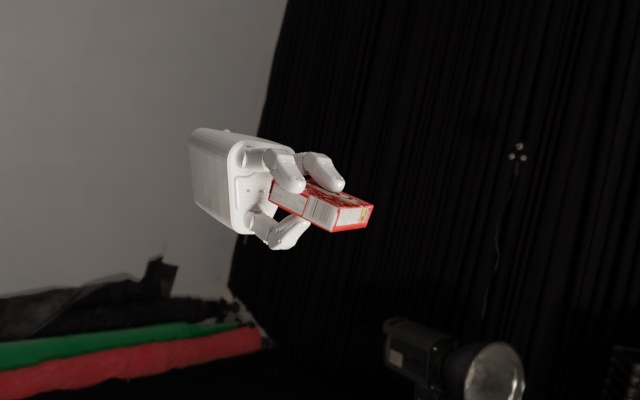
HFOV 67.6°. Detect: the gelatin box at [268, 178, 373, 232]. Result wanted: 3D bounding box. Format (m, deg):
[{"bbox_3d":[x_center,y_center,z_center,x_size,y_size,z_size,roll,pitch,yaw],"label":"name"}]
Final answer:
[{"bbox_3d":[0.000,0.002,0.510,0.089,0.030,0.073,25,14,30],"label":"gelatin box"}]
